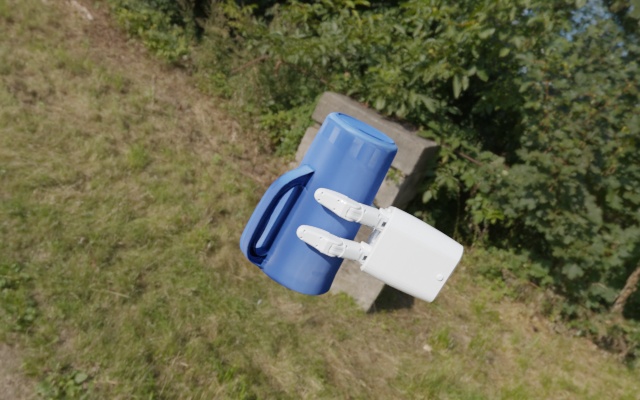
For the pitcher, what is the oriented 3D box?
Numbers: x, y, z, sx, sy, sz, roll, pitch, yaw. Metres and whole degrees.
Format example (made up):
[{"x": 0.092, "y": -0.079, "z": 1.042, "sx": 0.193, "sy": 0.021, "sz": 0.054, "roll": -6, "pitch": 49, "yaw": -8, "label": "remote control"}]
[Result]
[{"x": 0.000, "y": 0.002, "z": 0.676, "sx": 0.145, "sy": 0.243, "sz": 0.149, "roll": 28, "pitch": 17, "yaw": 1, "label": "pitcher"}]
